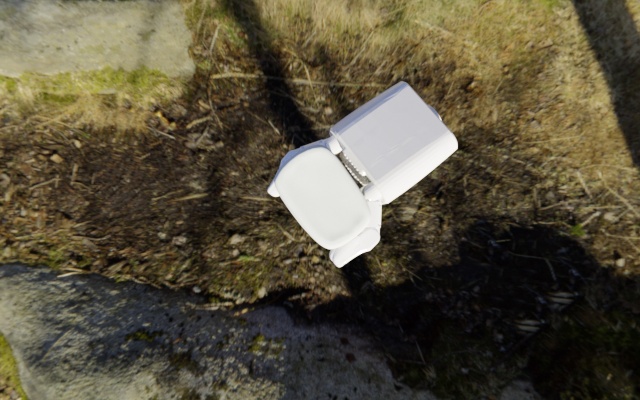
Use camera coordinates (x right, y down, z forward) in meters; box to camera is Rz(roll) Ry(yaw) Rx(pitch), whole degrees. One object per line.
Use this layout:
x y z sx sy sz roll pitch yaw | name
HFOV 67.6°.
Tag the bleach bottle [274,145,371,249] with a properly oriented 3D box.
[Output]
0.000 0.002 0.577 0.068 0.102 0.251 -36 0 -3 | bleach bottle
